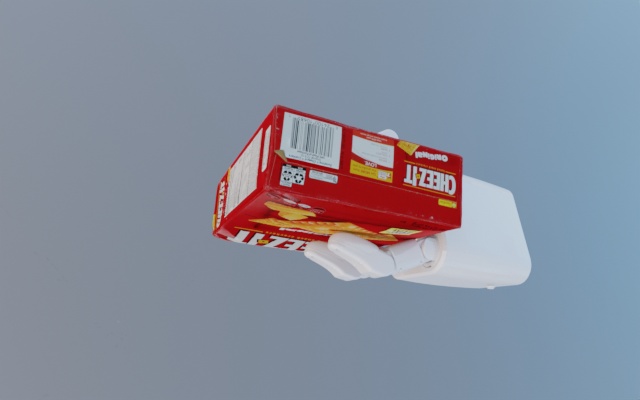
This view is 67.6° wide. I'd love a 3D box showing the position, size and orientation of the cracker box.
[{"bbox_3d":[0.000,0.001,0.447,0.164,0.072,0.214,12,-17,-20],"label":"cracker box"}]
